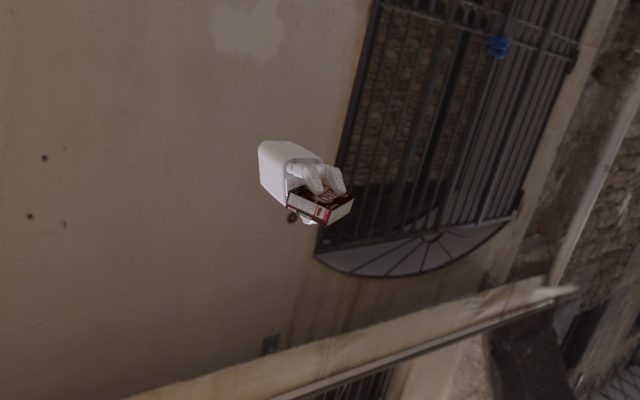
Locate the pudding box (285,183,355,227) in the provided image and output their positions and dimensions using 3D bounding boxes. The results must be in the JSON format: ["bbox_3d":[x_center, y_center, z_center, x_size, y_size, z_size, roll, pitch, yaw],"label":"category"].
[{"bbox_3d":[0.000,0.003,0.876,0.090,0.039,0.113,23,23,18],"label":"pudding box"}]
